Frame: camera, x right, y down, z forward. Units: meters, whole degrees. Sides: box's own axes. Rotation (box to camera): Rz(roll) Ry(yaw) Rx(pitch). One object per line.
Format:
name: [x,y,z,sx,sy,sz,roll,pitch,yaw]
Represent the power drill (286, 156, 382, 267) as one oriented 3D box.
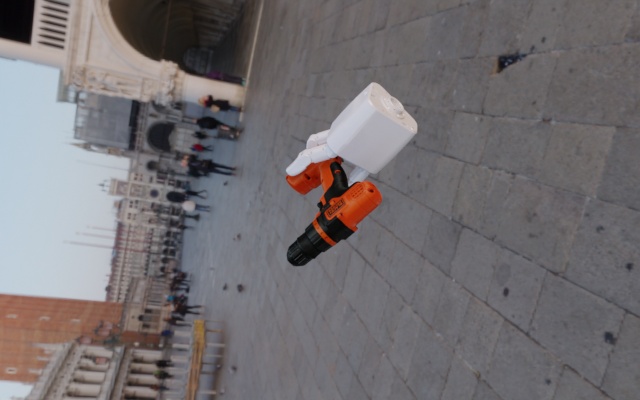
power drill: [0.000,0.002,0.806,0.057,0.184,0.187,42,14,-39]
